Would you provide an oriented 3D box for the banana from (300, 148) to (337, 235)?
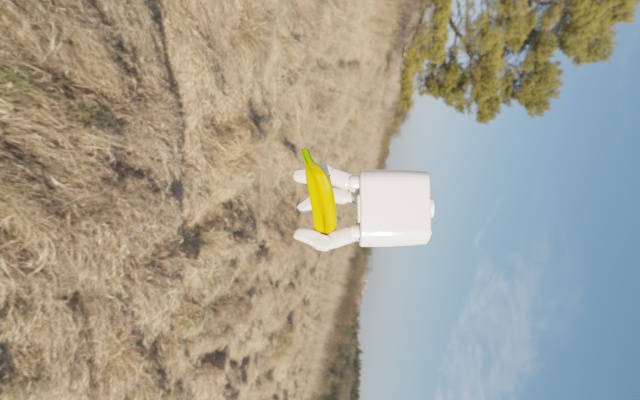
[{"bbox_3d":[0.003,0.013,0.727,0.037,0.069,0.198,-11,-44,-4],"label":"banana"}]
